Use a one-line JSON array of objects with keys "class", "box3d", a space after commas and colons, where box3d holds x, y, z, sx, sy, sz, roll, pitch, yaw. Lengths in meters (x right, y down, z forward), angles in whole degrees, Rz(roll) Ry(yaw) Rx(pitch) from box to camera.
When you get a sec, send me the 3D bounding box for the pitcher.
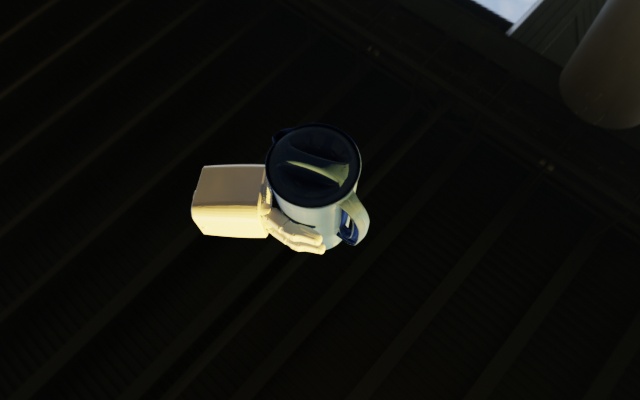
[{"class": "pitcher", "box3d": [0.000, 0.002, 0.757, 0.145, 0.149, 0.243, 1, -23, 3]}]
